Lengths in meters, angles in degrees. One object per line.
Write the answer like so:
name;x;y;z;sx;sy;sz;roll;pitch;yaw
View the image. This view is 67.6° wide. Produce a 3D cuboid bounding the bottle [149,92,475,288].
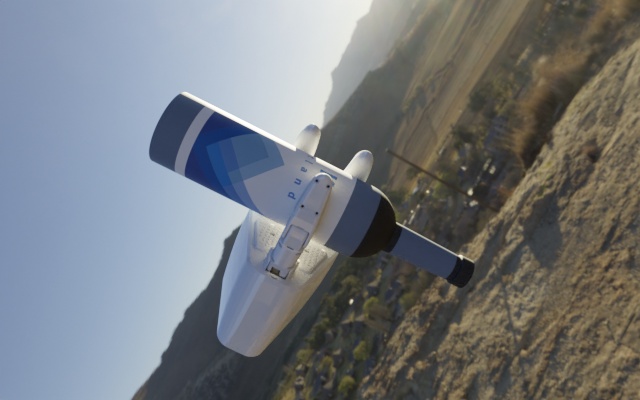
bottle;0.000;0.001;0.422;0.296;0.069;0.069;26;-2;-3
